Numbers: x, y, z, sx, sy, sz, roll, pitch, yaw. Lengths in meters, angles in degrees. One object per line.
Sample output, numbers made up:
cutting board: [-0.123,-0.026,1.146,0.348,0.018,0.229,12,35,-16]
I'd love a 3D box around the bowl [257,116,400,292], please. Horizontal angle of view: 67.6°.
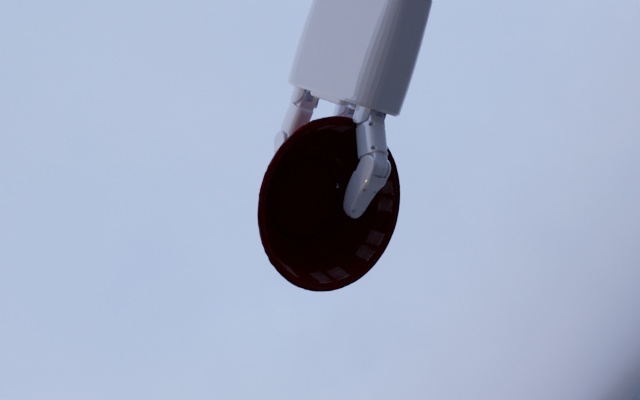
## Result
bowl: [-0.001,0.003,0.454,0.162,0.162,0.055,0,8,-36]
